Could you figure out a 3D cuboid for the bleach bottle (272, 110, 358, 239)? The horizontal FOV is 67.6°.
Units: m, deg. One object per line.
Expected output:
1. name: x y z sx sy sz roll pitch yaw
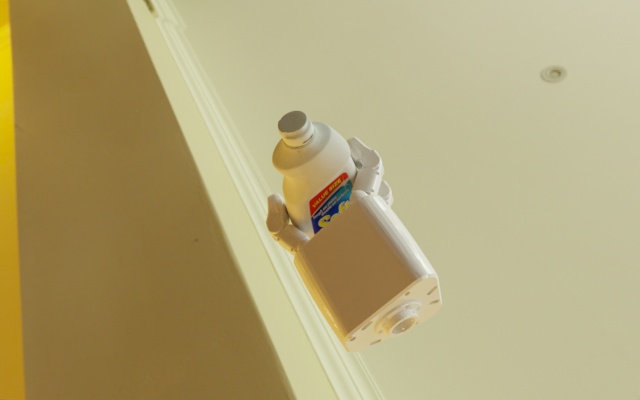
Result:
1. bleach bottle: 0.000 0.002 0.536 0.102 0.068 0.251 -29 -38 -3
